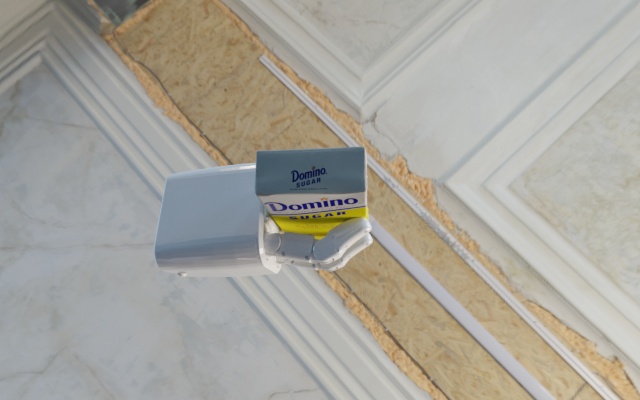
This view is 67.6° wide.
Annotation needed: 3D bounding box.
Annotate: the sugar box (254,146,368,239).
[{"bbox_3d":[0.000,0.002,0.465,0.093,0.048,0.176,-2,-15,6],"label":"sugar box"}]
